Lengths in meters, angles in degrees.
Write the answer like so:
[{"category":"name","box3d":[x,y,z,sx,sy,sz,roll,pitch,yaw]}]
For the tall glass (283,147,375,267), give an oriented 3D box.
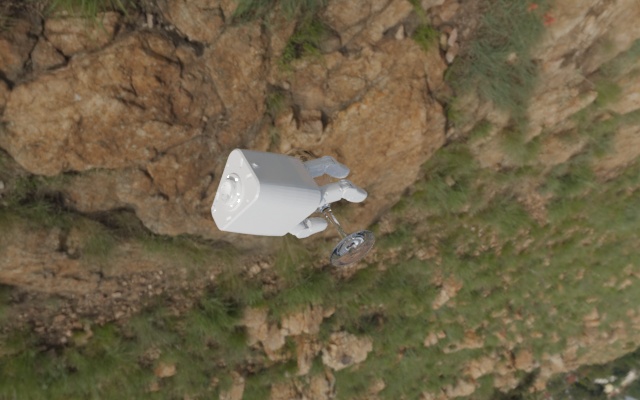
[{"category":"tall glass","box3d":[0.001,0.003,0.738,0.079,0.079,0.201,0,43,-39]}]
